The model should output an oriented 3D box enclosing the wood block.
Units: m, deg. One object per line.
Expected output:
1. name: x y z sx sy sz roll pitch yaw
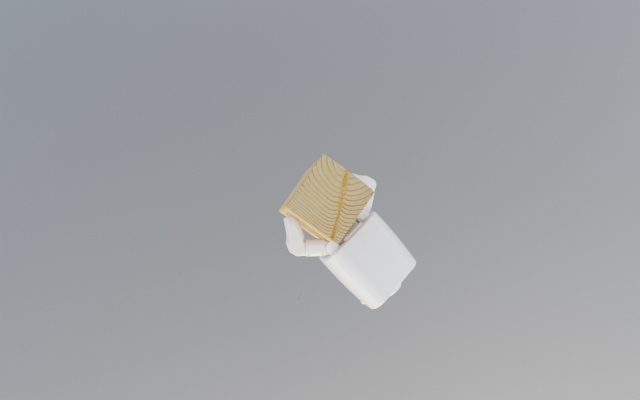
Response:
1. wood block: 0.001 0.002 0.740 0.090 0.091 0.206 36 -7 -5
